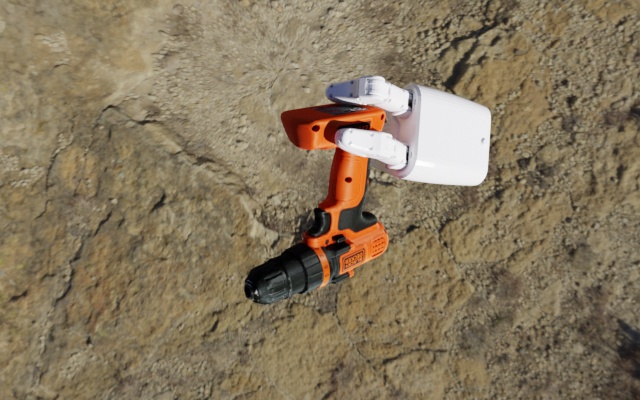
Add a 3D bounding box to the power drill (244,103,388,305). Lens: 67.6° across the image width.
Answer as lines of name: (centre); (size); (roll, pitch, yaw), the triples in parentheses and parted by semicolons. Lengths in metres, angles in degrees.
power drill: (0.000, 0.001, 0.483); (0.184, 0.188, 0.057); (-20, 32, -39)
